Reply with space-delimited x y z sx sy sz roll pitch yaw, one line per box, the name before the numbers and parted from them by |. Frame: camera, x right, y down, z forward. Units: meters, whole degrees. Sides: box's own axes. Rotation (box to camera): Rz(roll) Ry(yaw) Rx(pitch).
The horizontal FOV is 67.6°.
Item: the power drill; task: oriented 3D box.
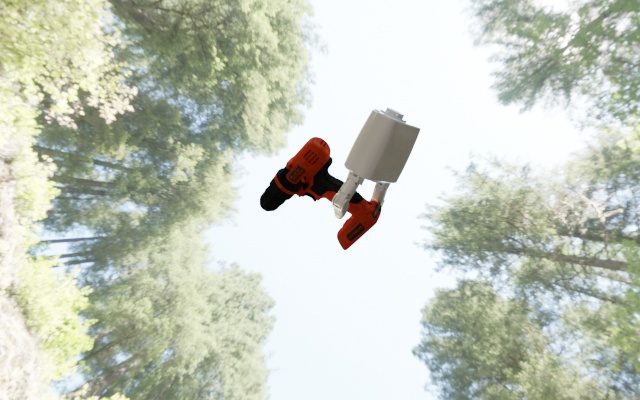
power drill | 0.001 0.003 0.852 0.184 0.187 0.057 -45 10 34
